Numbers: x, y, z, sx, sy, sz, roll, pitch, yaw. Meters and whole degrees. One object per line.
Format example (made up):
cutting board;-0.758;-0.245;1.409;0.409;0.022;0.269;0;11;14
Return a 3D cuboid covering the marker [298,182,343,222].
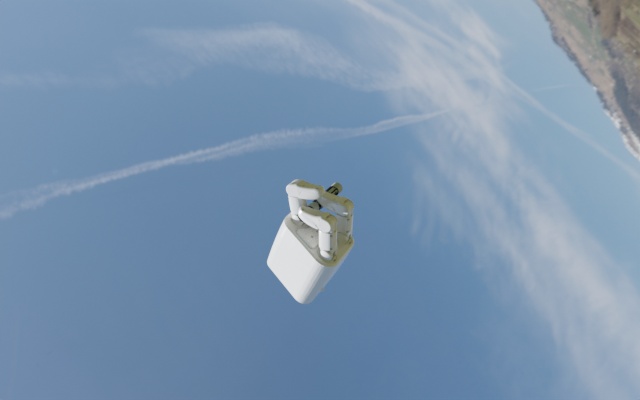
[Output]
marker;0.000;0.002;0.759;0.020;0.020;0.121;0;24;32
